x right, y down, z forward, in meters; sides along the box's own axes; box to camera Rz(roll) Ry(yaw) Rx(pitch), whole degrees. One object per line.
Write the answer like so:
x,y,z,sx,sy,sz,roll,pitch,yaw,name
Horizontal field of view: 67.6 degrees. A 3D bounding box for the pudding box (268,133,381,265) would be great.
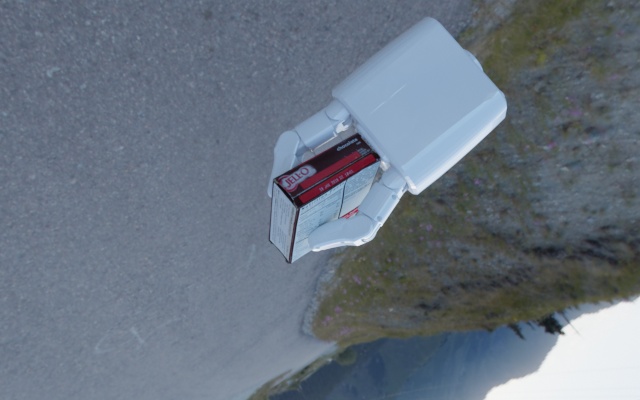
0.000,0.002,0.431,0.090,0.039,0.114,-30,-24,-23,pudding box
